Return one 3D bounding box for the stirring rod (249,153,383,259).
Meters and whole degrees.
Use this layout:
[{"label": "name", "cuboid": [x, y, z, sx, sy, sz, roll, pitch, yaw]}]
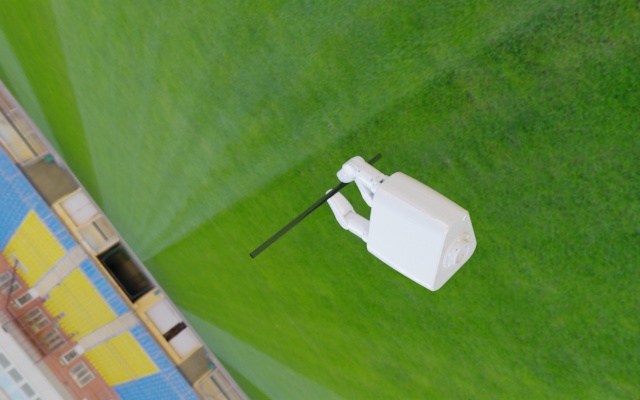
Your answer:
[{"label": "stirring rod", "cuboid": [0.000, 0.002, 0.648, 0.239, 0.011, 0.011, -38, 17, -23]}]
